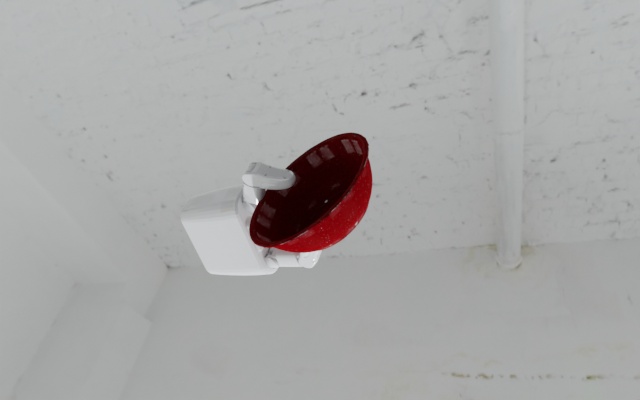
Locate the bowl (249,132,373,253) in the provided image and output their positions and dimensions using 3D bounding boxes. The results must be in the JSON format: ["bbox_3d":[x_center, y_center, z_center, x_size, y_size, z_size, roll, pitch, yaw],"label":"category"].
[{"bbox_3d":[0.001,0.002,0.517,0.055,0.162,0.162,46,-25,-26],"label":"bowl"}]
